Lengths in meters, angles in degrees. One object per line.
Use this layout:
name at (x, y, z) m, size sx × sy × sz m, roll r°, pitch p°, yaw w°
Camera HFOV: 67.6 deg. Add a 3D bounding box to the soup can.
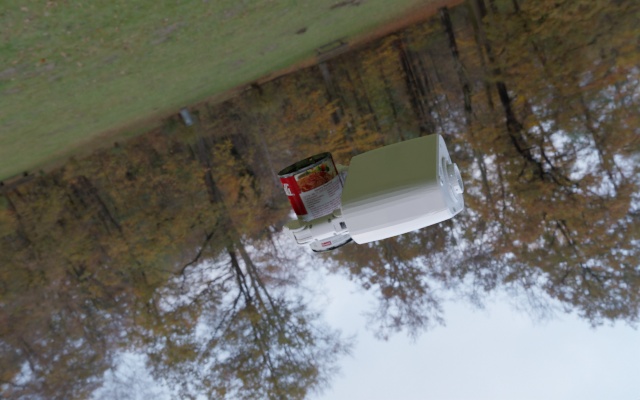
soup can at (0.000, 0.002, 0.569) m, size 0.068 × 0.102 × 0.068 m, roll -22°, pitch 14°, yaw 5°
